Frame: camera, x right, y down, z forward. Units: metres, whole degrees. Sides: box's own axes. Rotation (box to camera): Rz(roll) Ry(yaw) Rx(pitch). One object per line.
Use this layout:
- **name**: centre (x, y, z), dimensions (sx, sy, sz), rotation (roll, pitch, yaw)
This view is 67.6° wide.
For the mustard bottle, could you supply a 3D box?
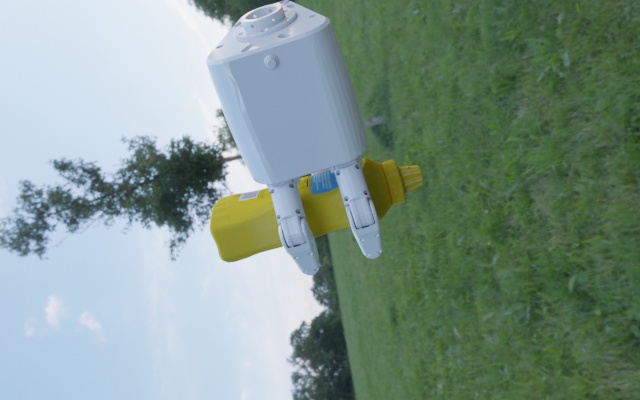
- **mustard bottle**: centre (0.000, 0.002, 0.443), dimensions (0.191, 0.058, 0.096), rotation (-16, 12, 5)
